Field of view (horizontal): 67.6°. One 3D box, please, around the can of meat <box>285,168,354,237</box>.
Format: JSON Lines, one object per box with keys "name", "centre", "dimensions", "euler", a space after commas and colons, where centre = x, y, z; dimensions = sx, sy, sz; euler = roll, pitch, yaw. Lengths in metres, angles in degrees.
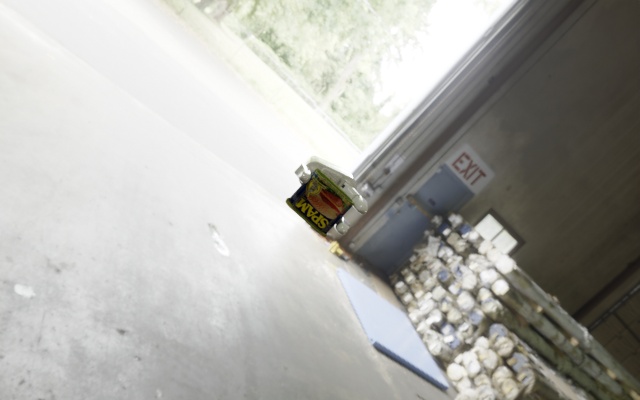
{"name": "can of meat", "centre": [0.000, 0.003, 0.893], "dimensions": [0.102, 0.084, 0.057], "euler": [42, 10, -7]}
